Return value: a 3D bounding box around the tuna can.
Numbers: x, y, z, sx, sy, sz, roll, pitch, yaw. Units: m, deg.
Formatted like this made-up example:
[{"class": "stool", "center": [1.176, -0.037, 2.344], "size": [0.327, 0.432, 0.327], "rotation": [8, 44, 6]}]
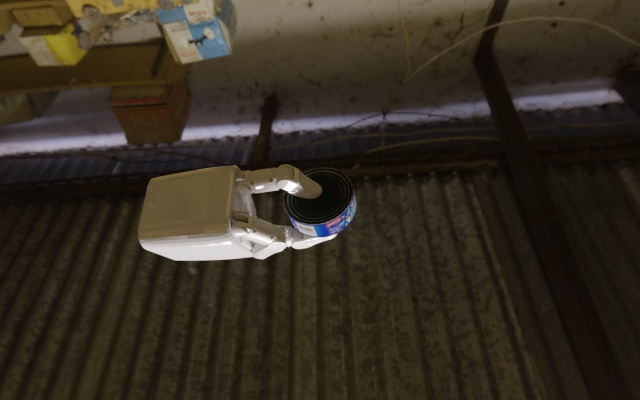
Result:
[{"class": "tuna can", "center": [0.000, 0.002, 0.579], "size": [0.086, 0.086, 0.034], "rotation": [0, -36, 16]}]
